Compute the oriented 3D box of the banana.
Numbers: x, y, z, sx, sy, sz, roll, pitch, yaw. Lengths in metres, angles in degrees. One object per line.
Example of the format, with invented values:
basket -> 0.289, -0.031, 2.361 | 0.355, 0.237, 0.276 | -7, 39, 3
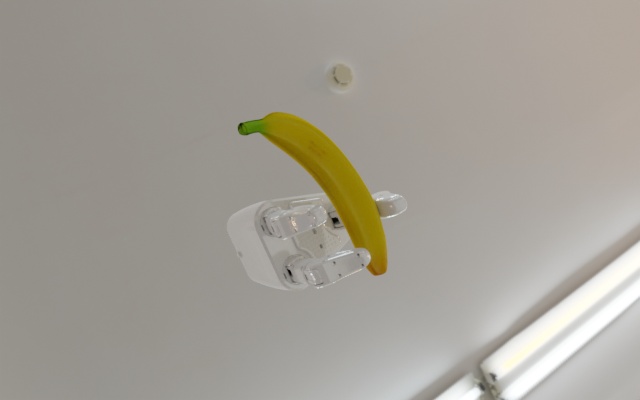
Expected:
banana -> 0.007, -0.014, 0.441 | 0.198, 0.069, 0.037 | 46, -30, -21
